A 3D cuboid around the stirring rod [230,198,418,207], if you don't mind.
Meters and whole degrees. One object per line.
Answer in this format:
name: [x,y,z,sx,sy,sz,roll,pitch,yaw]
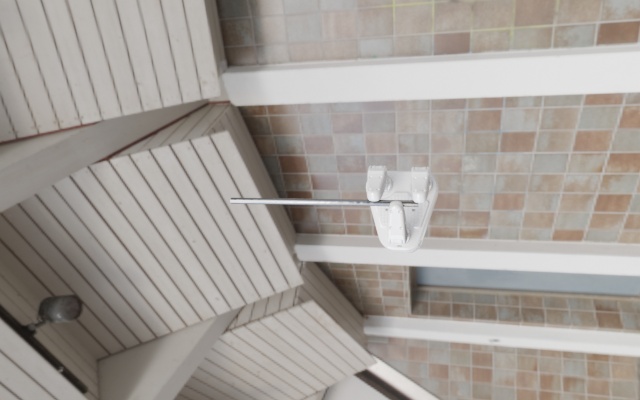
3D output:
stirring rod: [0.000,0.002,0.600,0.239,0.011,0.011,1,0,13]
